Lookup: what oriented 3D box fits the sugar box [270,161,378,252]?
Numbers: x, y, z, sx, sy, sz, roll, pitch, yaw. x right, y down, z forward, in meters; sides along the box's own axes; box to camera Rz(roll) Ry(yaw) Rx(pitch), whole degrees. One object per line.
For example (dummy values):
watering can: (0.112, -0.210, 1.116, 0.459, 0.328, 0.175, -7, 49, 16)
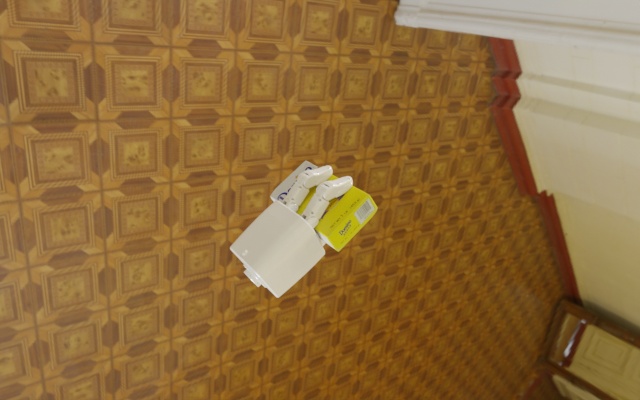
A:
sugar box: (0.000, 0.002, 0.773, 0.176, 0.093, 0.048, 32, -18, 46)
